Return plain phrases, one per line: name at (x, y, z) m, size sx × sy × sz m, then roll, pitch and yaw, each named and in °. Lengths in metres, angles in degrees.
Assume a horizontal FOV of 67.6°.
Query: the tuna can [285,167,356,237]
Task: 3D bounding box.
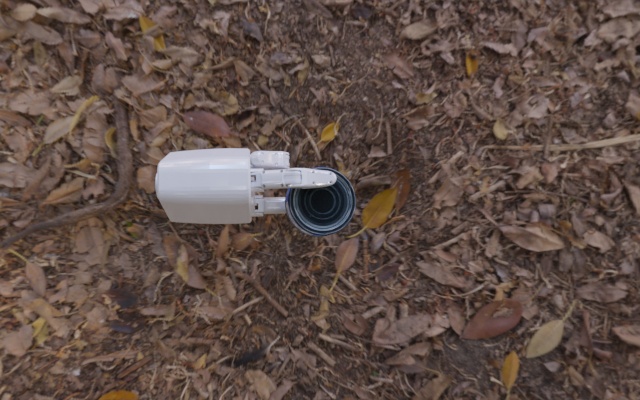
tuna can at (0.000, 0.002, 0.593) m, size 0.086 × 0.086 × 0.034 m, roll 0°, pitch -6°, yaw -11°
